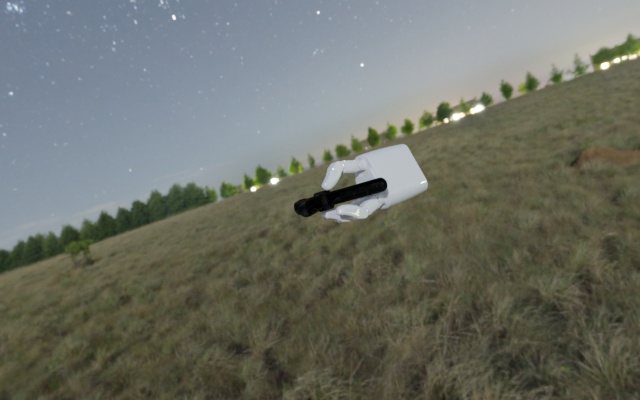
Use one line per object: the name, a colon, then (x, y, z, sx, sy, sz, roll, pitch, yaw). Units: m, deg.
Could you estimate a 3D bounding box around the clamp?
clamp: (0.000, 0.002, 0.864, 0.164, 0.036, 0.210, -17, 2, -29)
